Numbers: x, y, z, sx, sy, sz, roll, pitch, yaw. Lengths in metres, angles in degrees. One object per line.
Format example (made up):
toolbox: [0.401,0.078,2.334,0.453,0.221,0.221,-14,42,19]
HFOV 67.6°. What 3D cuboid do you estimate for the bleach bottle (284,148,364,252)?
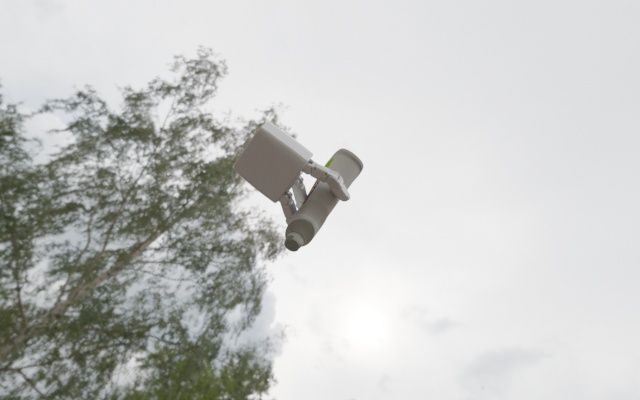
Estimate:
bleach bottle: [0.000,0.003,0.899,0.103,0.068,0.250,-48,6,41]
